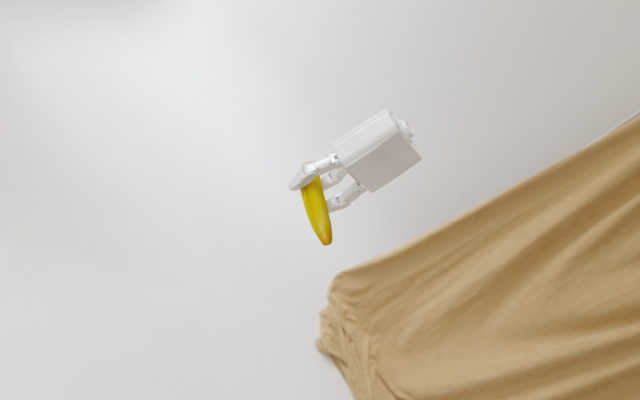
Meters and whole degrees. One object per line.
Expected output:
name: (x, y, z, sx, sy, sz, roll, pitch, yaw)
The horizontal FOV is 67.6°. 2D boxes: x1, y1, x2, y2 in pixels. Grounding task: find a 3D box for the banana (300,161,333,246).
banana: (-0.009, -0.011, 0.821, 0.037, 0.197, 0.070, -26, -51, 13)
